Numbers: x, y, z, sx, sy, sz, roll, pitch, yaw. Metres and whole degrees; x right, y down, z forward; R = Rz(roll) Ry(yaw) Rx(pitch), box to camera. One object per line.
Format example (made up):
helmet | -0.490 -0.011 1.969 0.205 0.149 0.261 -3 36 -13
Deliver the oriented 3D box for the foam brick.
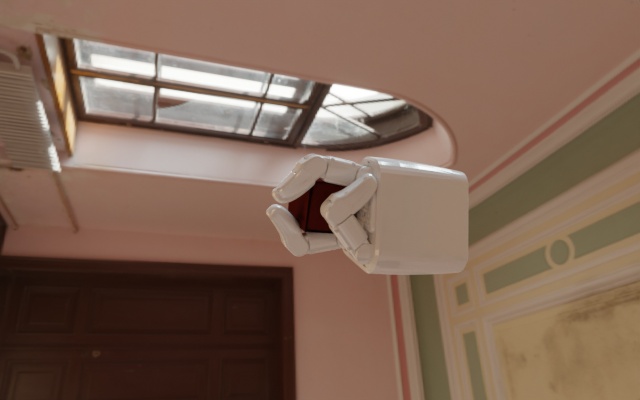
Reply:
foam brick | 0.000 0.002 0.507 0.051 0.053 0.078 4 10 -18
